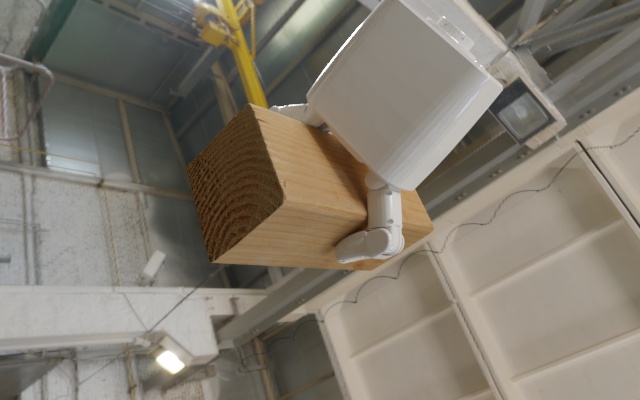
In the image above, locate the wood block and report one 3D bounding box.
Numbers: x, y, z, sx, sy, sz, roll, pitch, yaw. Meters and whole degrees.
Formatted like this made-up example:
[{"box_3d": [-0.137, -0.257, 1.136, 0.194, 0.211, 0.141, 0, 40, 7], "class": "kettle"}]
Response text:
[{"box_3d": [0.001, 0.001, 0.425, 0.090, 0.090, 0.206, -38, -31, 30], "class": "wood block"}]
